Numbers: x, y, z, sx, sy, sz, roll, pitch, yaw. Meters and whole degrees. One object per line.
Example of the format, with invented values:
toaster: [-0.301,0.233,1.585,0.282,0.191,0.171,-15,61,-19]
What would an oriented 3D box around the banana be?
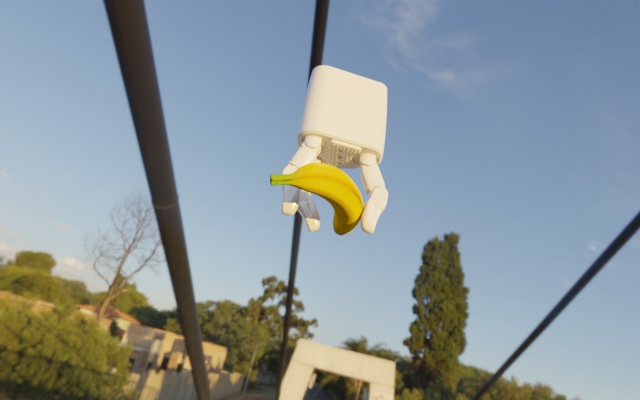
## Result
banana: [0.016,-0.001,0.573,0.069,0.037,0.198,-7,-25,23]
